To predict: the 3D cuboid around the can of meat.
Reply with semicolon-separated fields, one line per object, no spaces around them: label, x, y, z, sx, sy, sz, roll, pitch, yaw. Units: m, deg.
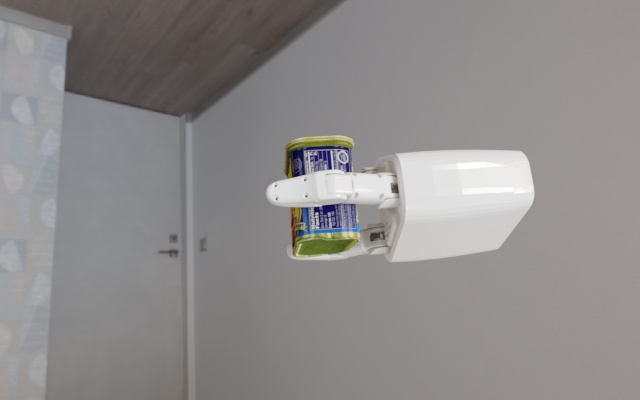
can of meat;0.000;0.002;0.418;0.057;0.084;0.102;-4;-14;-6
